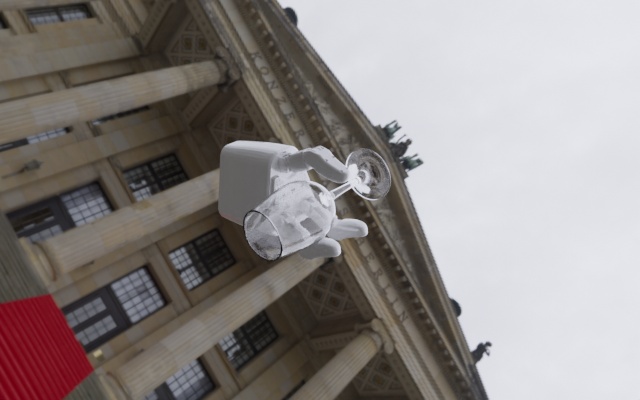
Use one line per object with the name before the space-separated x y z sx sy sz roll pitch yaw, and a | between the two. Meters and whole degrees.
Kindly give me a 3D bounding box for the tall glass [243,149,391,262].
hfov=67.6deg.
tall glass | 0.001 0.002 0.585 0.079 0.079 0.201 0 22 44
